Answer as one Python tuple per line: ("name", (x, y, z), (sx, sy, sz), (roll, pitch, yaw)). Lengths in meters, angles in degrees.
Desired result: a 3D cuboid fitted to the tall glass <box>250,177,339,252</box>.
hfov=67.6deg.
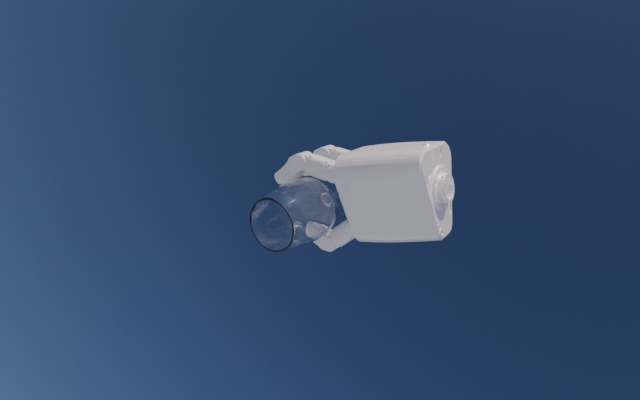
("tall glass", (0.000, 0.002, 0.598), (0.079, 0.079, 0.201), (0, 15, 35))
